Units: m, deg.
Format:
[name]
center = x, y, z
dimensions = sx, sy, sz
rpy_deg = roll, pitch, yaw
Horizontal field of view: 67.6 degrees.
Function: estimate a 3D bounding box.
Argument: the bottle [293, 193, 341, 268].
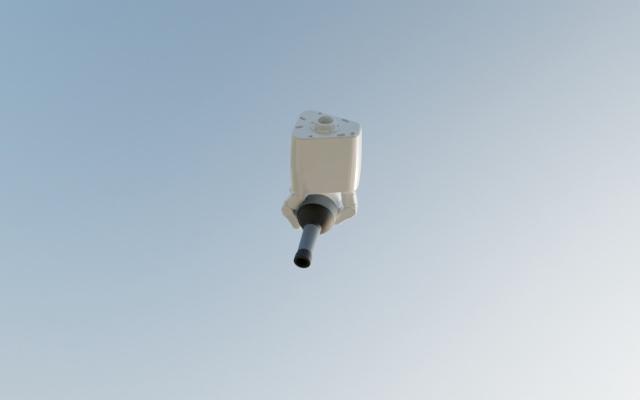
[bottle]
center = 0.000, 0.003, 0.838
dimensions = 0.069, 0.069, 0.295
rpy_deg = 0, 39, 14
